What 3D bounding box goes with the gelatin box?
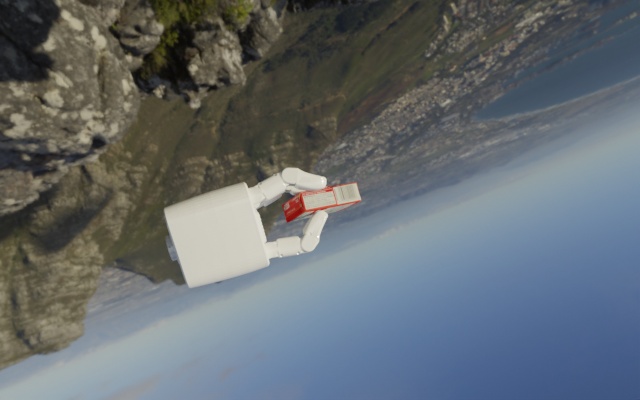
[{"bbox_3d":[0.001,0.003,0.662,0.089,0.030,0.073,-11,-8,-24],"label":"gelatin box"}]
